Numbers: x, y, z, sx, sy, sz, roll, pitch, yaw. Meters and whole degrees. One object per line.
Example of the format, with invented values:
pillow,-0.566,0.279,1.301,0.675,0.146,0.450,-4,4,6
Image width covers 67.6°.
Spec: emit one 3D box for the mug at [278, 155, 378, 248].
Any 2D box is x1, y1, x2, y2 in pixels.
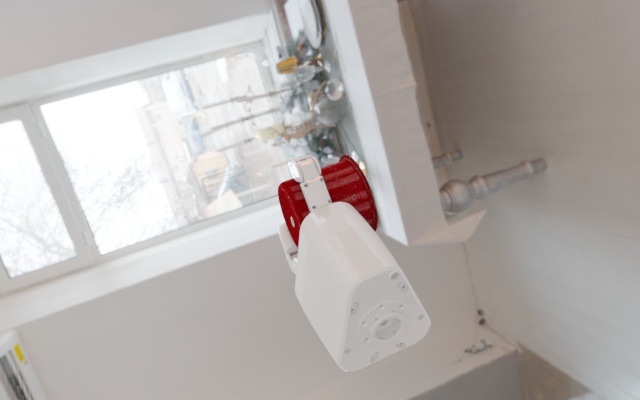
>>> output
mug,-0.001,0.001,0.527,0.081,0.093,0.117,-20,33,-14
